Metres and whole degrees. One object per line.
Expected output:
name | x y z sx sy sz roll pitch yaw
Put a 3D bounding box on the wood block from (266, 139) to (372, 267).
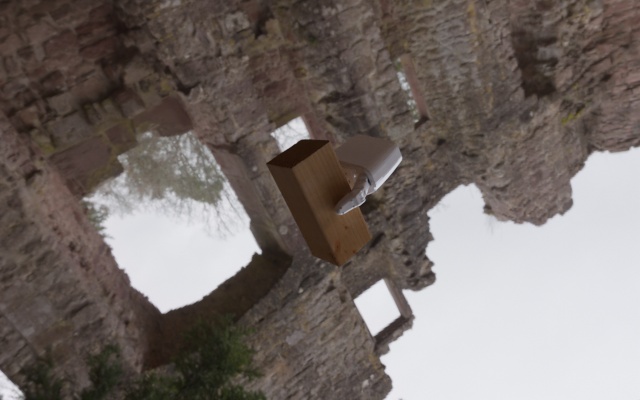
wood block | 0.001 0.003 0.851 0.090 0.206 0.091 -38 27 -25
